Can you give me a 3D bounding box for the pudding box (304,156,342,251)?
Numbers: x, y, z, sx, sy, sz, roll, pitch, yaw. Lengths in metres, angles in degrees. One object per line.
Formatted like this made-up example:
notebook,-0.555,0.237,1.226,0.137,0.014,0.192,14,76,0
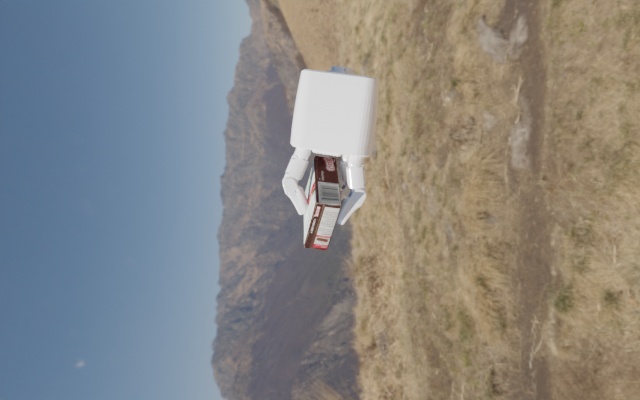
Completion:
pudding box,0.000,0.002,0.701,0.039,0.090,0.113,8,39,-8
